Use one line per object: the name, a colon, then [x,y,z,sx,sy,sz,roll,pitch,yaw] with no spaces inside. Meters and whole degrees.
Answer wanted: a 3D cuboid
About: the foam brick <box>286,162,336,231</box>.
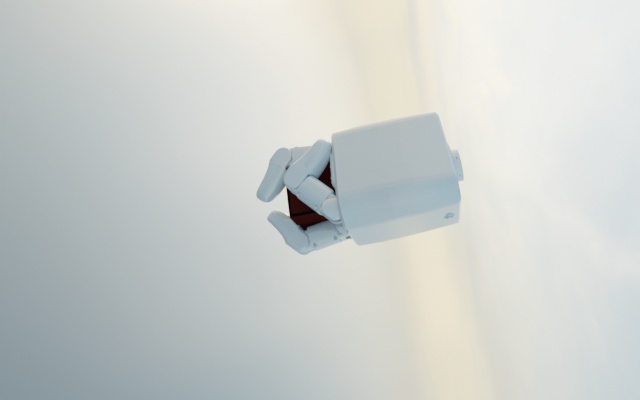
foam brick: [0.000,0.002,0.506,0.051,0.053,0.078,-12,-22,11]
